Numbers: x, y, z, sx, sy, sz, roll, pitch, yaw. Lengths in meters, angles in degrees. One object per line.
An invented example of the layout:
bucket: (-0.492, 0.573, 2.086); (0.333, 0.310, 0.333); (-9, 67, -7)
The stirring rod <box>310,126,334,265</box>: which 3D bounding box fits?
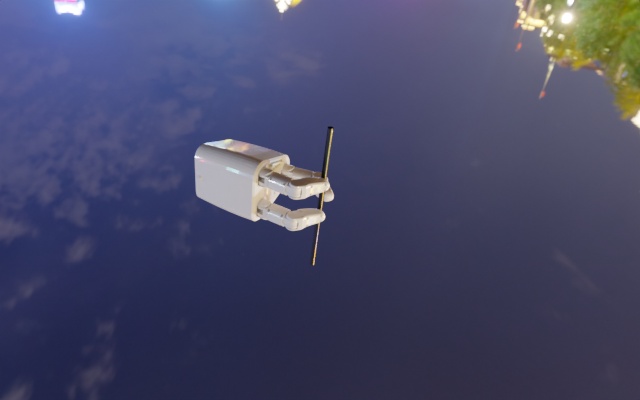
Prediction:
stirring rod: (0.000, 0.002, 0.704); (0.011, 0.240, 0.011); (5, 34, -4)
